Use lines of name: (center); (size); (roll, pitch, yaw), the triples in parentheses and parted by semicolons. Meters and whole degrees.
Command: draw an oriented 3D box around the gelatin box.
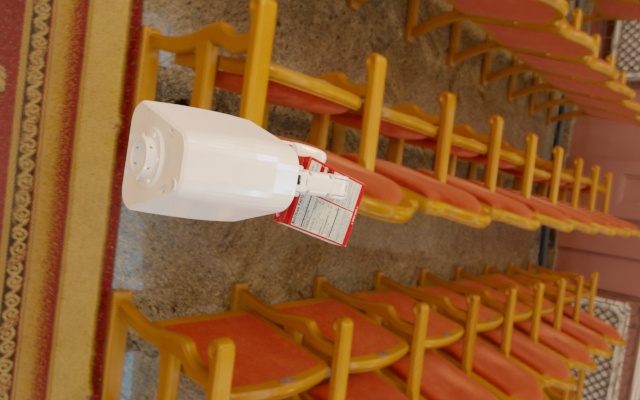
gelatin box: (0.001, 0.002, 0.505); (0.089, 0.073, 0.030); (24, -8, -39)
